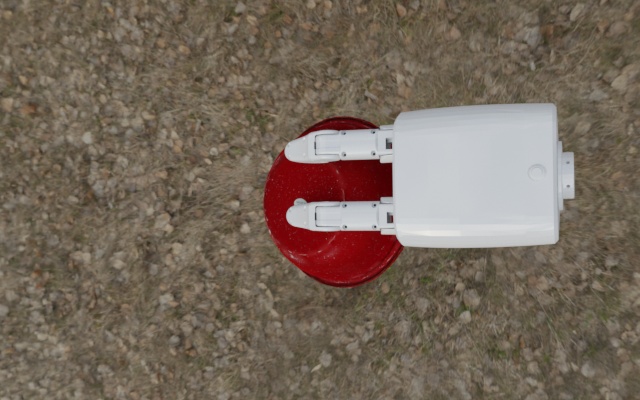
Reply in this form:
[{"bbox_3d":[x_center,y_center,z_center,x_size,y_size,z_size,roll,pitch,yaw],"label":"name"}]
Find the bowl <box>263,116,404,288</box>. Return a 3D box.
[{"bbox_3d":[-0.001,0.002,0.433,0.162,0.162,0.055,0,0,37],"label":"bowl"}]
